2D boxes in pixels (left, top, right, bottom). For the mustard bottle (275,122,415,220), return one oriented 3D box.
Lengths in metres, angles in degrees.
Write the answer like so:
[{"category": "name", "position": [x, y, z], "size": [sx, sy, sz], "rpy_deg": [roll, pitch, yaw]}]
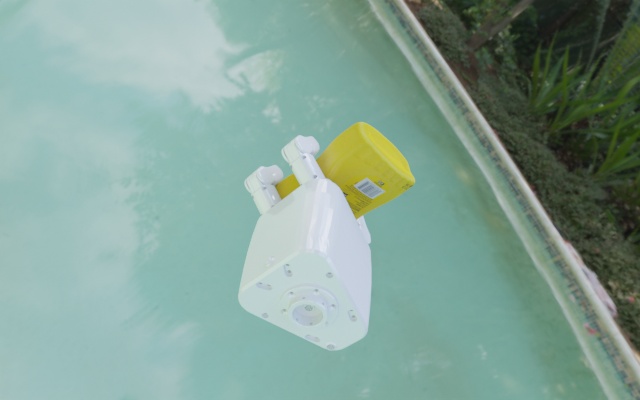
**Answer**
[{"category": "mustard bottle", "position": [0.000, 0.001, 0.520], "size": [0.192, 0.058, 0.096], "rpy_deg": [-36, -43, 24]}]
